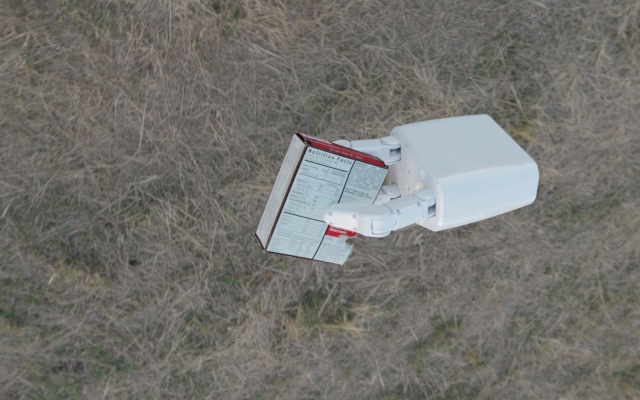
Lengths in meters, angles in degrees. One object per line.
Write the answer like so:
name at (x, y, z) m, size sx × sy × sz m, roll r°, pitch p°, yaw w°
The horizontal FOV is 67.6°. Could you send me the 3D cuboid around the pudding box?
pudding box at (0.000, 0.002, 0.447) m, size 0.090 × 0.113 × 0.039 m, roll 14°, pitch 18°, yaw -26°
